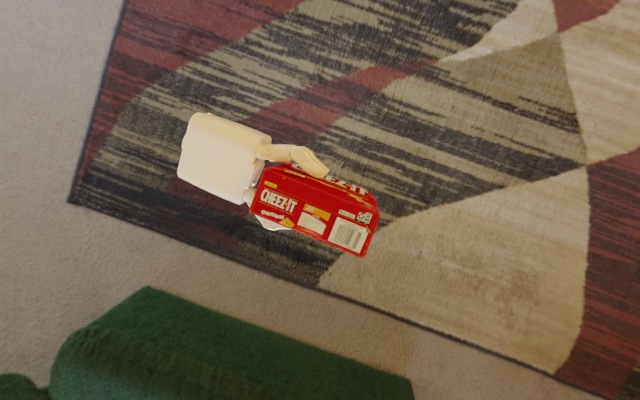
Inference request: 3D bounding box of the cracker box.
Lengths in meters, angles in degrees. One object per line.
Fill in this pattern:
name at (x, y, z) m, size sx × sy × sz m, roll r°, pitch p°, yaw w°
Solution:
cracker box at (0.000, 0.003, 0.714) m, size 0.164 × 0.072 × 0.213 m, roll 22°, pitch 8°, yaw 1°
